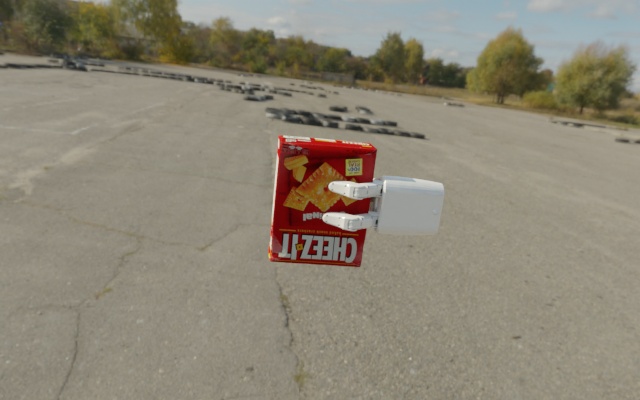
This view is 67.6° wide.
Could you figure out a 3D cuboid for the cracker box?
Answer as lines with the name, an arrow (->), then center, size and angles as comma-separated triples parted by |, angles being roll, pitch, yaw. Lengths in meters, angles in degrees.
cracker box -> 0.000, 0.002, 0.825 | 0.164, 0.214, 0.072 | 5, 15, -7
